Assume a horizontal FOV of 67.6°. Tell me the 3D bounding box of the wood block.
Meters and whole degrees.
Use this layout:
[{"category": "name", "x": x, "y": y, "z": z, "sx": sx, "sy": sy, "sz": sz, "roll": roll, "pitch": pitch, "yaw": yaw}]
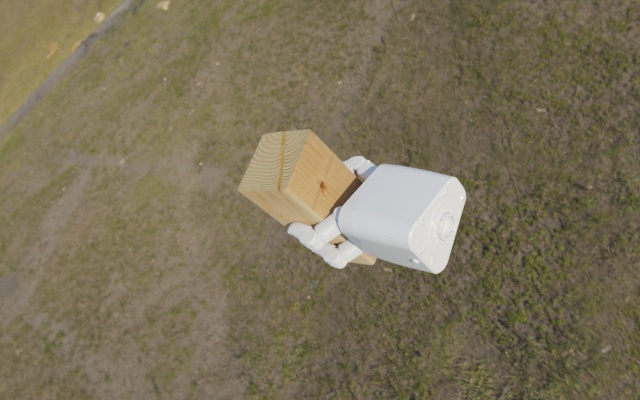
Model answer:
[{"category": "wood block", "x": 0.000, "y": 0.002, "z": 0.655, "sx": 0.090, "sy": 0.090, "sz": 0.206, "roll": 1, "pitch": -30, "yaw": 41}]
